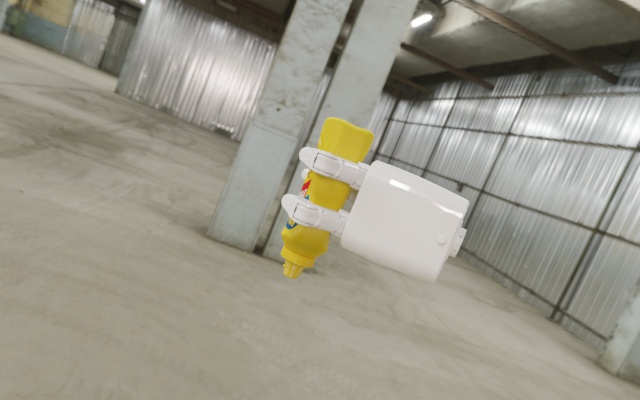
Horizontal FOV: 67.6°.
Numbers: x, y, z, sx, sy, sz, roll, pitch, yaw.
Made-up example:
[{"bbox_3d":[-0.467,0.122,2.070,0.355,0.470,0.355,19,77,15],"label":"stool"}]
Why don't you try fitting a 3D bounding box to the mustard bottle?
[{"bbox_3d":[0.000,0.001,0.556,0.058,0.191,0.096,20,7,-11],"label":"mustard bottle"}]
